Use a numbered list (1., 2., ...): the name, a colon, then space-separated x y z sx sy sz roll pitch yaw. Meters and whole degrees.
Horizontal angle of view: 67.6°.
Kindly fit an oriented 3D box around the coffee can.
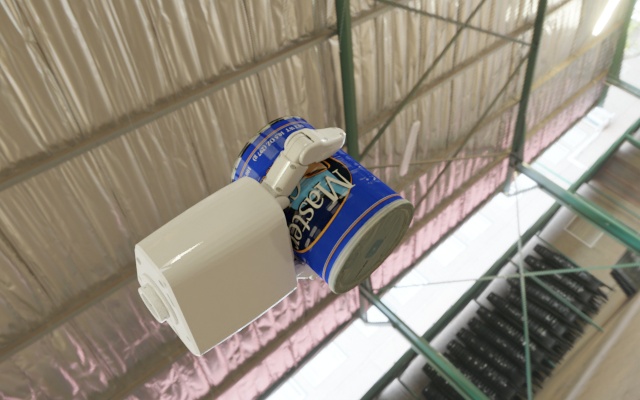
1. coffee can: 0.000 0.001 0.443 0.140 0.103 0.103 41 20 24
